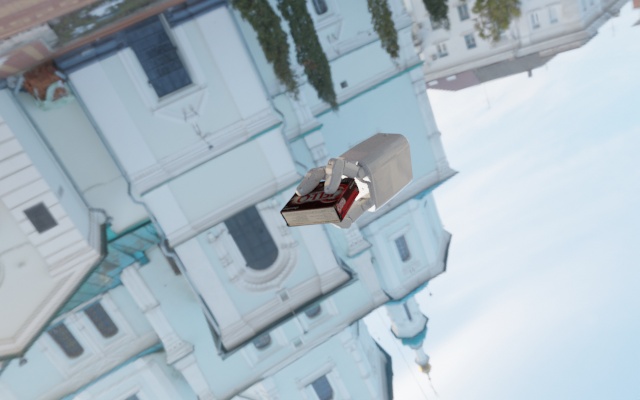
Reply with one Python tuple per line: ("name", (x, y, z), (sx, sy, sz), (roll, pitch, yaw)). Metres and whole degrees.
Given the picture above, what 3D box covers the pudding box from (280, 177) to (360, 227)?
("pudding box", (0.000, 0.003, 0.817), (0.113, 0.039, 0.090), (-9, 28, 33))
